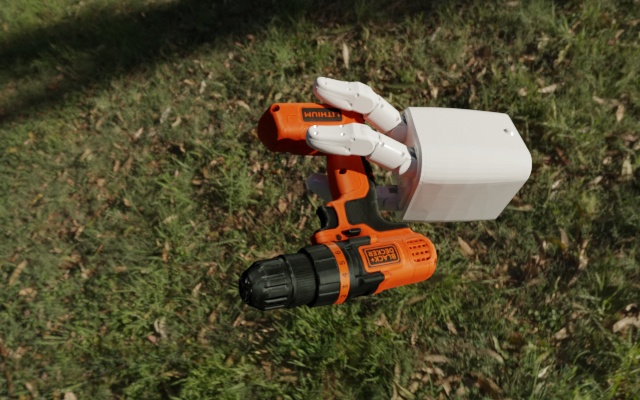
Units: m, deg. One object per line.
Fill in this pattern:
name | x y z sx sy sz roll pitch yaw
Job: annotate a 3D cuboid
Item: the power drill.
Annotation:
power drill | 0.000 0.001 0.434 0.184 0.187 0.057 -5 -24 -29
